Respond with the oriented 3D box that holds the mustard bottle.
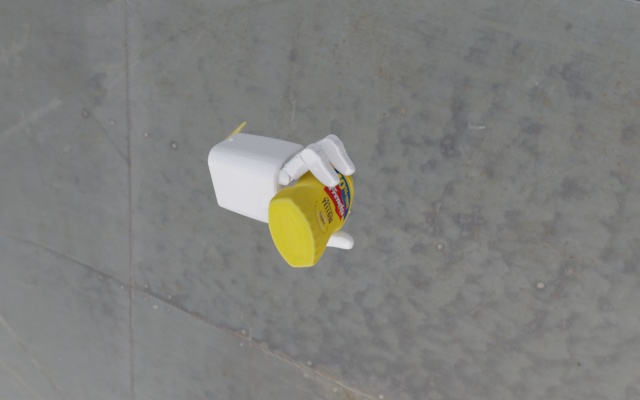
[{"bbox_3d":[0.000,0.002,0.642,0.058,0.096,0.191,-9,20,28],"label":"mustard bottle"}]
